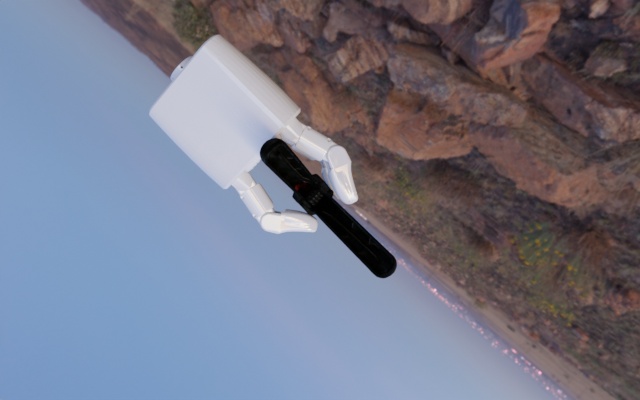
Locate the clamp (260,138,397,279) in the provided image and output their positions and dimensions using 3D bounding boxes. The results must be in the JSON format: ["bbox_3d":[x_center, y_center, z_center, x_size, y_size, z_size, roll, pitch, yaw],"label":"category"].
[{"bbox_3d":[-0.001,0.002,0.501,0.036,0.164,0.210,-43,8,-1],"label":"clamp"}]
